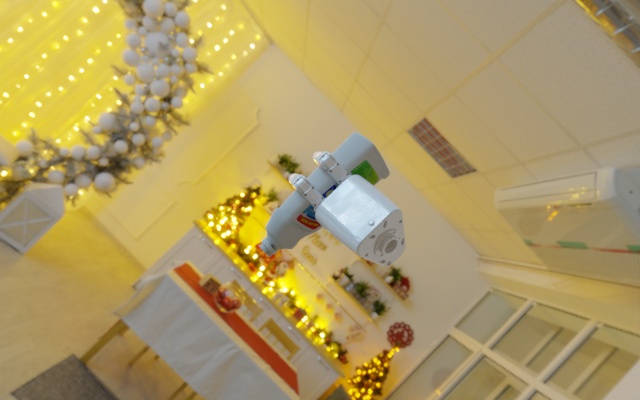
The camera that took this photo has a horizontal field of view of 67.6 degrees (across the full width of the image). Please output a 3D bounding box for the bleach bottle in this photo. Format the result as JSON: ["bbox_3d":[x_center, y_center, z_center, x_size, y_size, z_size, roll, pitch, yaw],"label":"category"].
[{"bbox_3d":[0.000,0.003,0.811,0.068,0.251,0.103,42,-7,42],"label":"bleach bottle"}]
